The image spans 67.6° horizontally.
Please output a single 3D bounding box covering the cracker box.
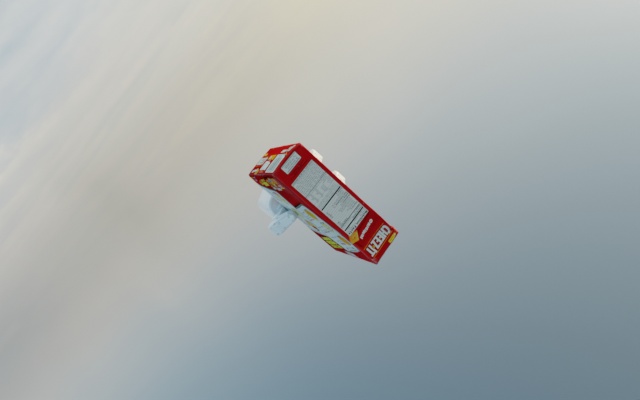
[{"bbox_3d":[0.000,0.003,0.766,0.214,0.072,0.164,41,-11,-17],"label":"cracker box"}]
